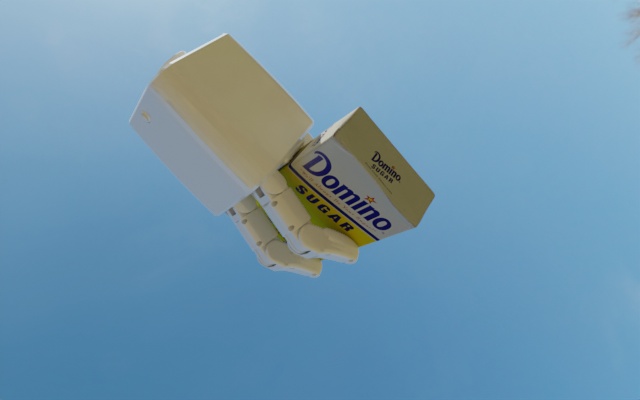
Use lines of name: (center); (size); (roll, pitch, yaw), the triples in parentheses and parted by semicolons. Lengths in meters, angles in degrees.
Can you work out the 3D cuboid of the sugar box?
sugar box: (0.000, 0.002, 0.409); (0.176, 0.093, 0.048); (-28, 19, 53)
